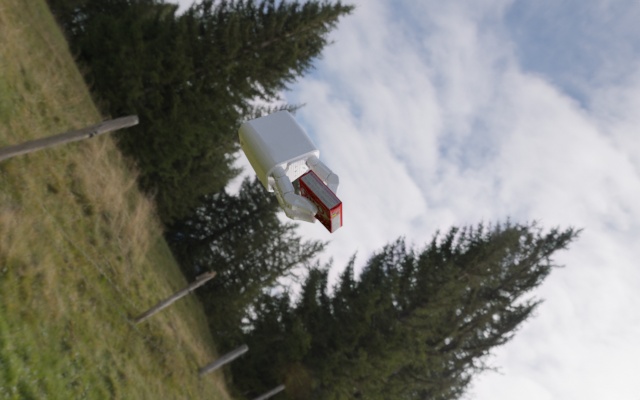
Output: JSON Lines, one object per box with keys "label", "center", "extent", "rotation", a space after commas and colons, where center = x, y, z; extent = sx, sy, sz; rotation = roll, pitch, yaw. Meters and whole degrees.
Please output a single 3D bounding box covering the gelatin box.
{"label": "gelatin box", "center": [0.001, 0.003, 0.805], "extent": [0.030, 0.089, 0.073], "rotation": [-33, -30, -19]}
